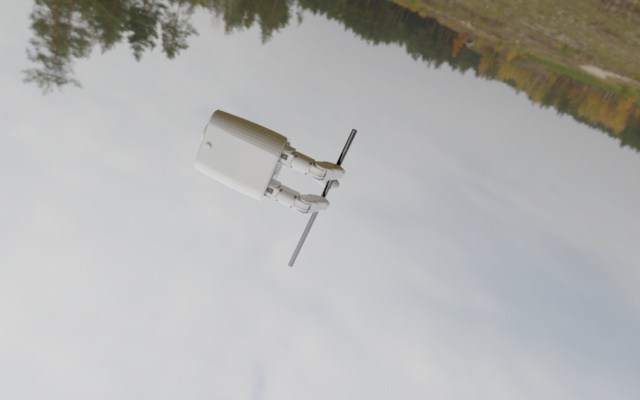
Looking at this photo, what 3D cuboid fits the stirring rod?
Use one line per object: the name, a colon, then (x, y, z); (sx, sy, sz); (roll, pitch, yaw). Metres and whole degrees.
stirring rod: (0.000, 0.002, 0.711); (0.011, 0.240, 0.011); (22, 23, -9)
